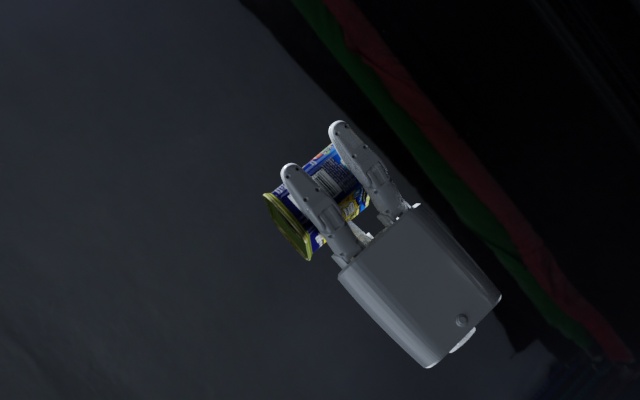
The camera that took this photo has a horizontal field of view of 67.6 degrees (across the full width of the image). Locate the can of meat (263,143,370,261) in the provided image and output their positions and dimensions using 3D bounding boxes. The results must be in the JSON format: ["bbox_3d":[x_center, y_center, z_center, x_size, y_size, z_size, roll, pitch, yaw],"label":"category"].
[{"bbox_3d":[0.000,0.001,0.448,0.084,0.057,0.102,-40,-16,-12],"label":"can of meat"}]
